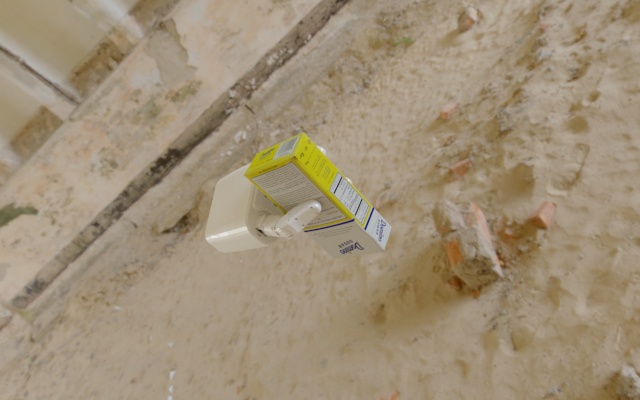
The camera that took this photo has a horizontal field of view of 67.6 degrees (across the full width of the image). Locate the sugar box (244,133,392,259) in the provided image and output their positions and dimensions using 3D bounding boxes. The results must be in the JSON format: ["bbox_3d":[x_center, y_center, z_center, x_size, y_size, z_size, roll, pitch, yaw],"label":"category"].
[{"bbox_3d":[0.000,0.001,0.593,0.093,0.048,0.176,-15,-49,44],"label":"sugar box"}]
